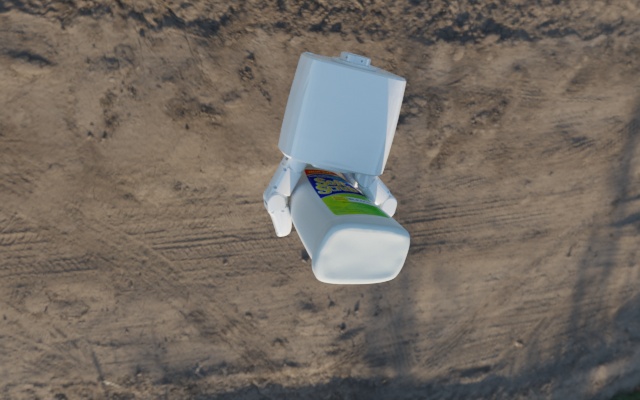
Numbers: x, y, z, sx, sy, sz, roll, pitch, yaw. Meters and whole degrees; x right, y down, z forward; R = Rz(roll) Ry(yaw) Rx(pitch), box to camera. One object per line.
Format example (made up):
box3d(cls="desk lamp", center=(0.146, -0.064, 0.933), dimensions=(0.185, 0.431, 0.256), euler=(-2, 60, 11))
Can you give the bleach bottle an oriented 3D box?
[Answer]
box3d(cls="bleach bottle", center=(0.000, 0.002, 0.559), dimensions=(0.102, 0.068, 0.250), euler=(5, 22, -25))
